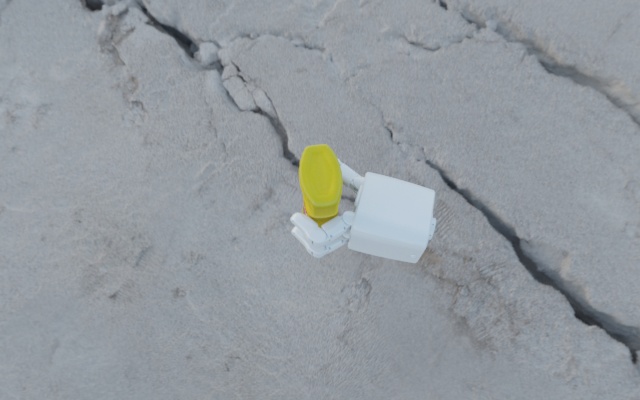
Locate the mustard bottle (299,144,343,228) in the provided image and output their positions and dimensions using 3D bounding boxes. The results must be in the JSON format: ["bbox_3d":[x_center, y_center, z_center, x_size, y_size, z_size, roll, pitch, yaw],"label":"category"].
[{"bbox_3d":[0.000,0.002,0.717,0.058,0.096,0.192,-8,-24,-4],"label":"mustard bottle"}]
